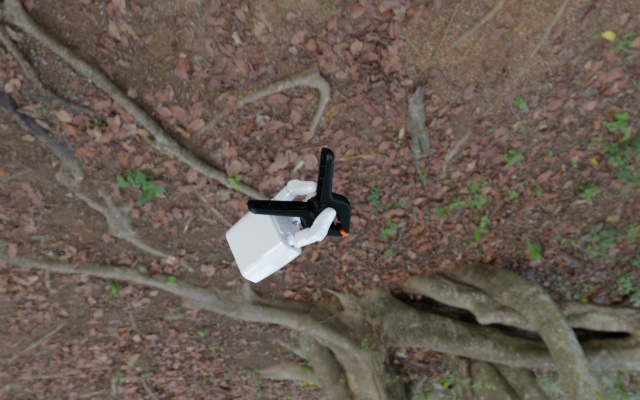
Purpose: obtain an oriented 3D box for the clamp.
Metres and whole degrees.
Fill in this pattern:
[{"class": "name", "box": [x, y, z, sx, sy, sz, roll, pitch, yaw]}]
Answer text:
[{"class": "clamp", "box": [0.001, 0.004, 0.820, 0.164, 0.036, 0.210, -39, -43, 17]}]
